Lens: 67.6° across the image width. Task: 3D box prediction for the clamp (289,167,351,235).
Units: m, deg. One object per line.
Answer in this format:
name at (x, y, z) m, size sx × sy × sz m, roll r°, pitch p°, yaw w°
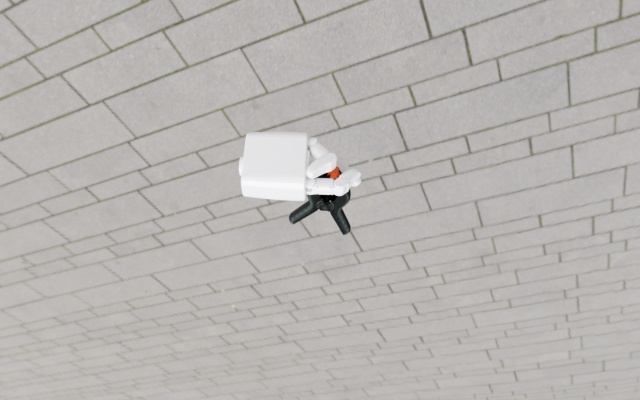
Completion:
clamp at (0.000, 0.003, 0.871) m, size 0.120 × 0.039 × 0.172 m, roll 2°, pitch -42°, yaw 0°
